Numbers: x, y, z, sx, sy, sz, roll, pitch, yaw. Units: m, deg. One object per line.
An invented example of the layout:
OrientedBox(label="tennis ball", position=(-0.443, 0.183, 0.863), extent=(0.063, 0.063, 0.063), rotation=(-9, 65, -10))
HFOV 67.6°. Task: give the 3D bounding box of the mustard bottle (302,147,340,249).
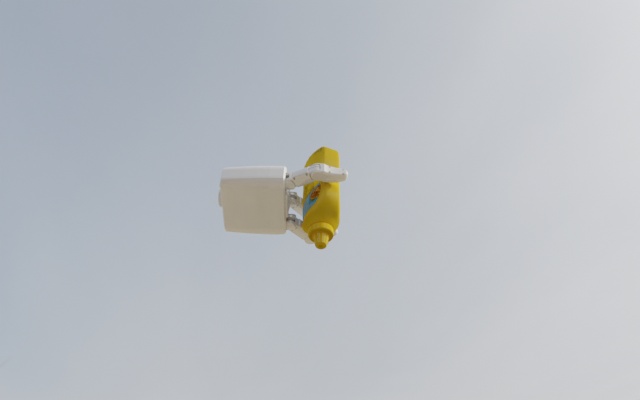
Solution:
OrientedBox(label="mustard bottle", position=(0.000, 0.002, 0.808), extent=(0.058, 0.191, 0.096), rotation=(18, -47, -17))
